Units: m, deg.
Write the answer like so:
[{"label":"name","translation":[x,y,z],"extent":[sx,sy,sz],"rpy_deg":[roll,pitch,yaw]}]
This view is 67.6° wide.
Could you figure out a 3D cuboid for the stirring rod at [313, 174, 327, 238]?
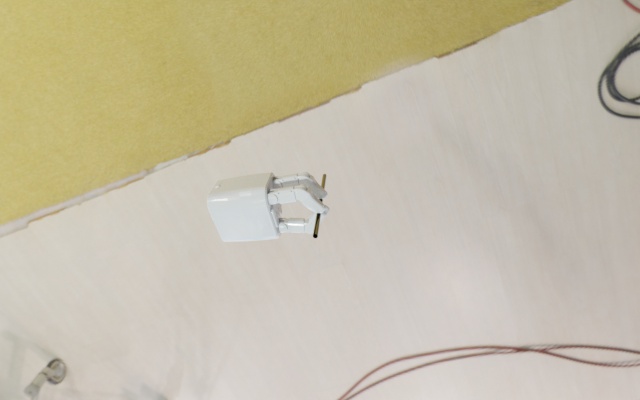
[{"label":"stirring rod","translation":[0.000,0.003,0.848],"extent":[0.011,0.011,0.239],"rpy_deg":[0,26,4]}]
